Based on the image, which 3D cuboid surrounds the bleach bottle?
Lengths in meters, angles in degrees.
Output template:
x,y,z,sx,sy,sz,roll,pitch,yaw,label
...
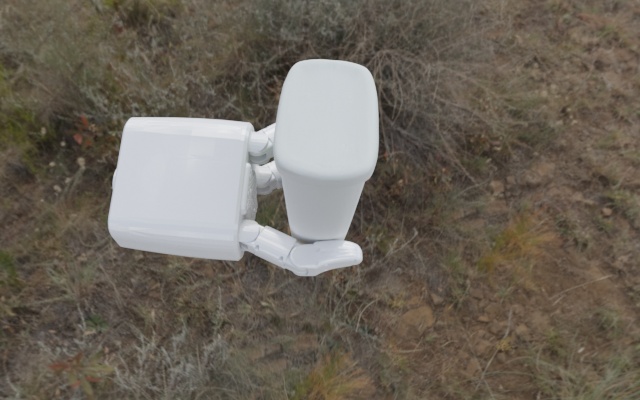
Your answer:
x,y,z,sx,sy,sz,roll,pitch,yaw,label
0.000,0.001,0.419,0.068,0.102,0.251,5,-29,0,bleach bottle
